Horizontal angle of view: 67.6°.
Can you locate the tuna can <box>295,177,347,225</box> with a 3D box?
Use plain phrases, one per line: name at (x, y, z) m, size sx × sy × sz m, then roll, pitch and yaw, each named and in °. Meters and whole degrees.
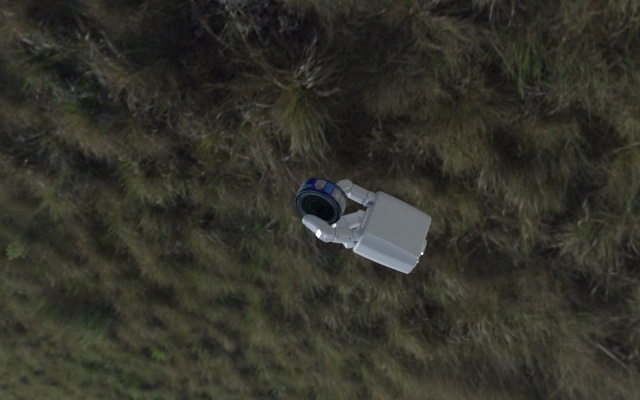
tuna can at (0.000, 0.003, 0.811) m, size 0.086 × 0.086 × 0.033 m, roll 0°, pitch 43°, yaw 30°
